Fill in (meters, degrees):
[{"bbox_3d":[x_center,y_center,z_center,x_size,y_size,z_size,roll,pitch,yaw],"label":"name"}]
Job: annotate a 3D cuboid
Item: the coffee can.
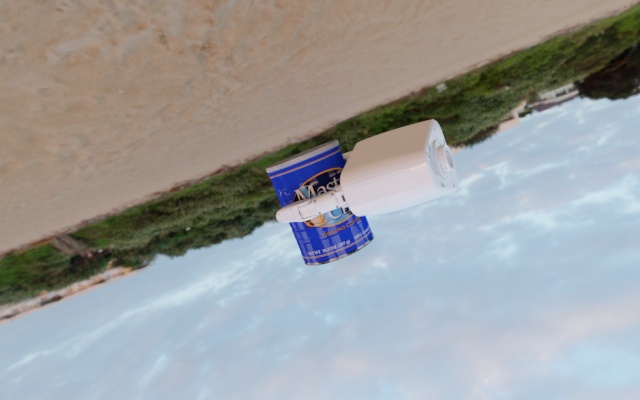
[{"bbox_3d":[0.000,0.002,0.642,0.103,0.140,0.103,-21,8,3],"label":"coffee can"}]
